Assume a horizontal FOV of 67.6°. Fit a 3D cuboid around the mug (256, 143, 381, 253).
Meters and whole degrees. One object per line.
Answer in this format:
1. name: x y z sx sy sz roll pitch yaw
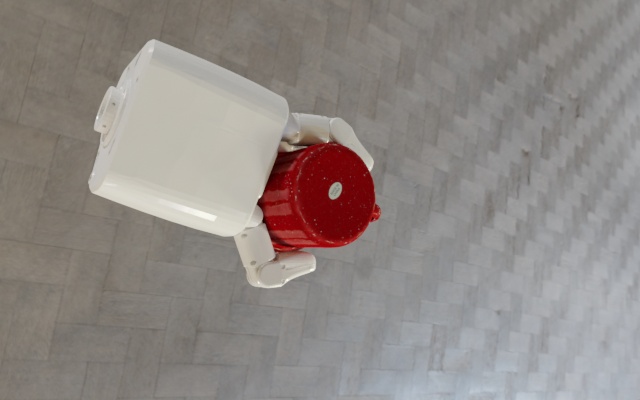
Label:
1. mug: 0.001 0.002 0.402 0.117 0.093 0.081 19 -15 -32
